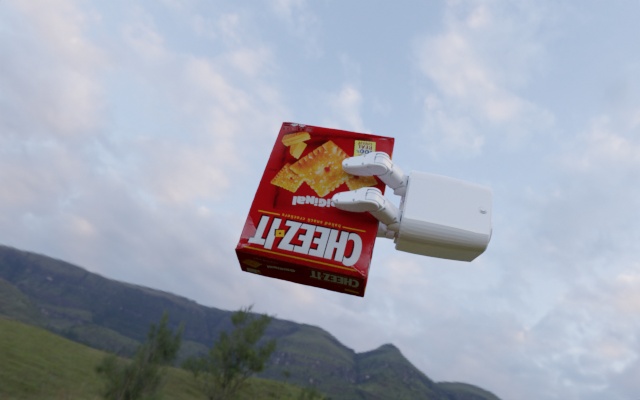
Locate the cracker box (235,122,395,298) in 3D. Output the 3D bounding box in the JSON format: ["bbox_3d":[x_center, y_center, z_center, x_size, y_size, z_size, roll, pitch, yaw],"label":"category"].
[{"bbox_3d":[0.000,0.002,0.633,0.164,0.213,0.072,11,-32,9],"label":"cracker box"}]
